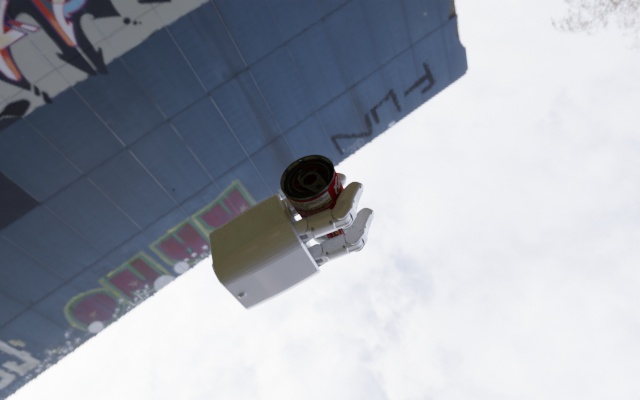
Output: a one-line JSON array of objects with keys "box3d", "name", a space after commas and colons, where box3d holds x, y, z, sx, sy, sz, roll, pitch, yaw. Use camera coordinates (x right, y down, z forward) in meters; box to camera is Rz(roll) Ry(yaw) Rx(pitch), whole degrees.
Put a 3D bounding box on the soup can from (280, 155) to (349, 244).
[{"box3d": [0.001, 0.002, 0.597, 0.068, 0.068, 0.102, 0, -37, 23], "name": "soup can"}]
